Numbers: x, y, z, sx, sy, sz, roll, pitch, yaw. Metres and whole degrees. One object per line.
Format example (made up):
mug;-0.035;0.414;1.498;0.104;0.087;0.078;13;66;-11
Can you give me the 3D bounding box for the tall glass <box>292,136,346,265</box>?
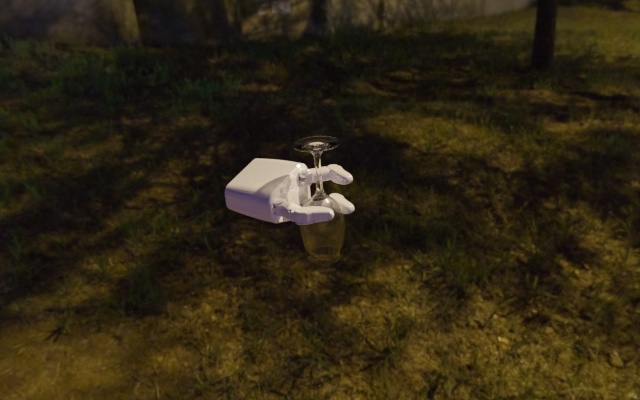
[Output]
tall glass;0.000;0.002;0.774;0.079;0.201;0.079;-4;24;2
